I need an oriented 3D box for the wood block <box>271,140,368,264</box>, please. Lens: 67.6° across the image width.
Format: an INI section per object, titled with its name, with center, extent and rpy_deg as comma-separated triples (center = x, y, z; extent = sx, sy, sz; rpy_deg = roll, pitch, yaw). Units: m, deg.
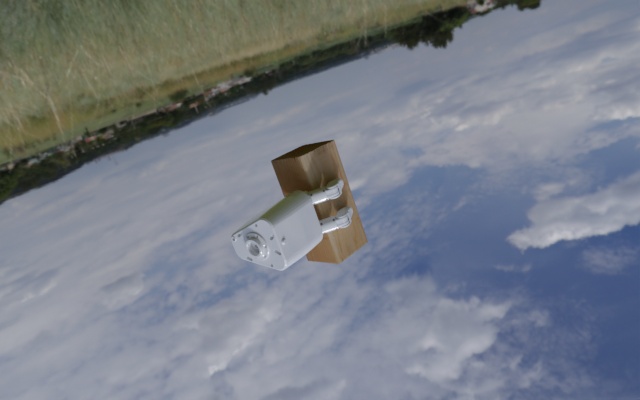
[wood block]
center = 0.000, 0.003, 0.883
extent = 0.091, 0.206, 0.090
rpy_deg = -2, 23, 47
